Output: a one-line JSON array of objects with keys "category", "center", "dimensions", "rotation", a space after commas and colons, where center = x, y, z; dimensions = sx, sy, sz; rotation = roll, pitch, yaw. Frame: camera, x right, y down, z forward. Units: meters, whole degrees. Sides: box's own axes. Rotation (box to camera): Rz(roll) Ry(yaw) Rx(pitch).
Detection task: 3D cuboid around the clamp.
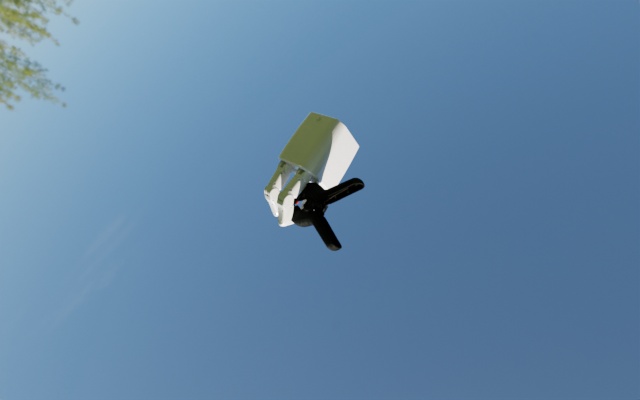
[{"category": "clamp", "center": [0.000, 0.003, 0.798], "dimensions": [0.171, 0.120, 0.039], "rotation": [26, -7, 46]}]
